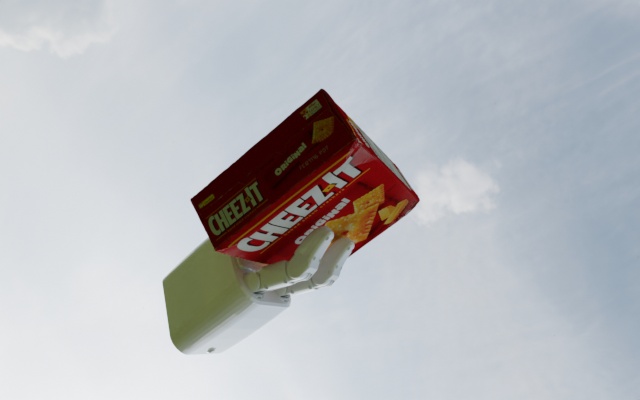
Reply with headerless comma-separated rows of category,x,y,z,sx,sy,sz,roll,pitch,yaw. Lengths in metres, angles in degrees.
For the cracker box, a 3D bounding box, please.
cracker box,0.000,0.002,0.506,0.164,0.072,0.214,-38,-27,12
